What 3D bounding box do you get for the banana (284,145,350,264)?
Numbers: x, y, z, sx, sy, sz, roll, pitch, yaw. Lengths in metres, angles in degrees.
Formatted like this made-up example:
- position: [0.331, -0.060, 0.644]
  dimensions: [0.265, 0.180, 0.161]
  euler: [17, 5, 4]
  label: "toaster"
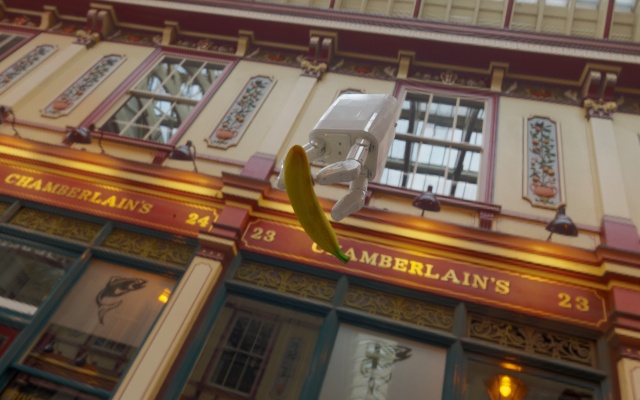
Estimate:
- position: [-0.013, 0.003, 0.657]
  dimensions: [0.069, 0.198, 0.037]
  euler: [8, 45, 41]
  label: "banana"
